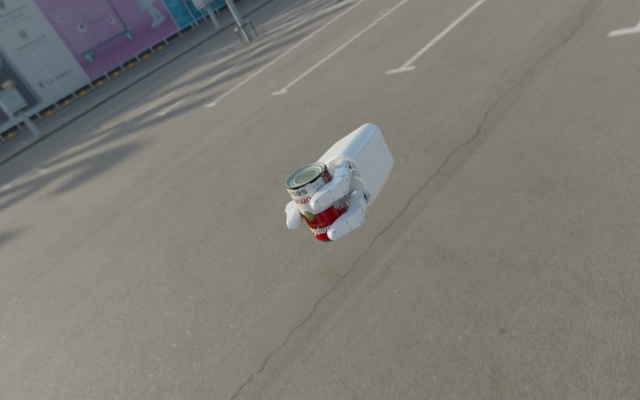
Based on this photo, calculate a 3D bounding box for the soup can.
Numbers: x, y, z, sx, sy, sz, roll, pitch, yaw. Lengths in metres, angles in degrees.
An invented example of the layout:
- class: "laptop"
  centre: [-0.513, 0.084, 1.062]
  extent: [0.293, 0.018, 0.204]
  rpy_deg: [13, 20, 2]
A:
- class: "soup can"
  centre: [0.000, 0.002, 0.712]
  extent: [0.068, 0.102, 0.068]
  rpy_deg: [-23, 25, 12]
